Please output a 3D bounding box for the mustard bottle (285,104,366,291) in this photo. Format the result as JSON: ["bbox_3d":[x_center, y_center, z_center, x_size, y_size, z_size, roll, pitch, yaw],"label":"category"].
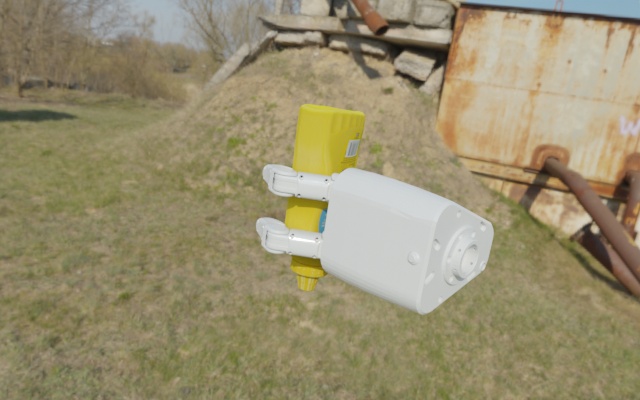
[{"bbox_3d":[0.000,0.001,0.489,0.058,0.192,0.096,13,13,19],"label":"mustard bottle"}]
